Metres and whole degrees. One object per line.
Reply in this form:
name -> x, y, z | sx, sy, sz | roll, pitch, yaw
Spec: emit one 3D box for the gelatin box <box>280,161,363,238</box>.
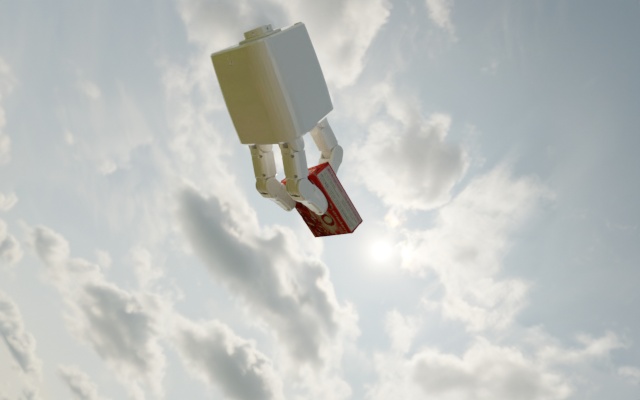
gelatin box -> 0.001, 0.002, 0.586 | 0.073, 0.089, 0.030 | -12, 25, 51
